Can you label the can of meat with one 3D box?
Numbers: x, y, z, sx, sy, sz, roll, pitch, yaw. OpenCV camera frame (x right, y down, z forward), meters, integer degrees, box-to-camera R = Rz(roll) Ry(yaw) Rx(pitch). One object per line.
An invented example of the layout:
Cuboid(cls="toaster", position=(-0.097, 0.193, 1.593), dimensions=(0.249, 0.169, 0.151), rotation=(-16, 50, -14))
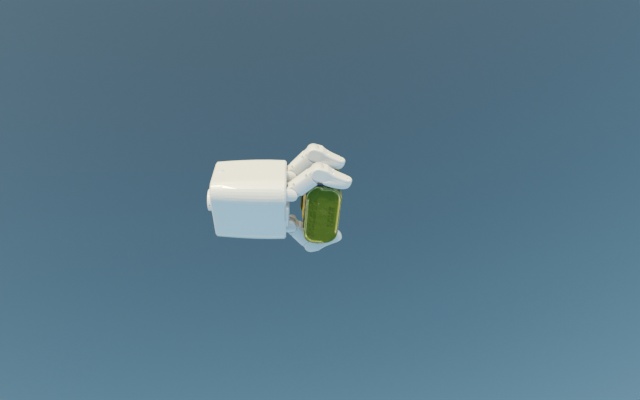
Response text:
Cuboid(cls="can of meat", position=(0.000, 0.003, 0.724), dimensions=(0.057, 0.102, 0.084), rotation=(2, 31, -5))
